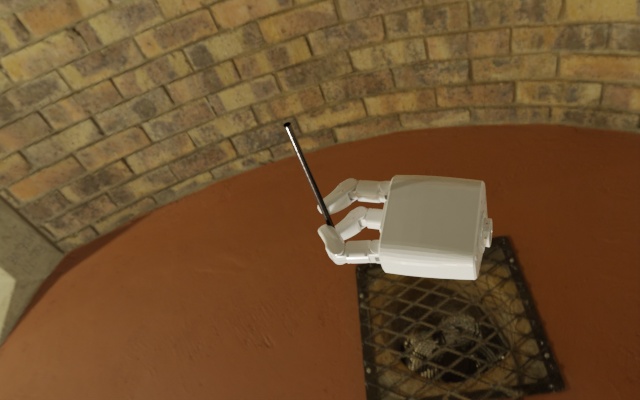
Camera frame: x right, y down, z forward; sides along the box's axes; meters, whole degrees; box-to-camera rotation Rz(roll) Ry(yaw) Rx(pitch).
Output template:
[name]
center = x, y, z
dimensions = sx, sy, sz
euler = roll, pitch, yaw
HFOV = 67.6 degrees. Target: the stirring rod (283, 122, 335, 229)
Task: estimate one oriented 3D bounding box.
[stirring rod]
center = 0.000, 0.002, 0.576
dimensions = 0.011, 0.011, 0.240
euler = 0, -42, 23
